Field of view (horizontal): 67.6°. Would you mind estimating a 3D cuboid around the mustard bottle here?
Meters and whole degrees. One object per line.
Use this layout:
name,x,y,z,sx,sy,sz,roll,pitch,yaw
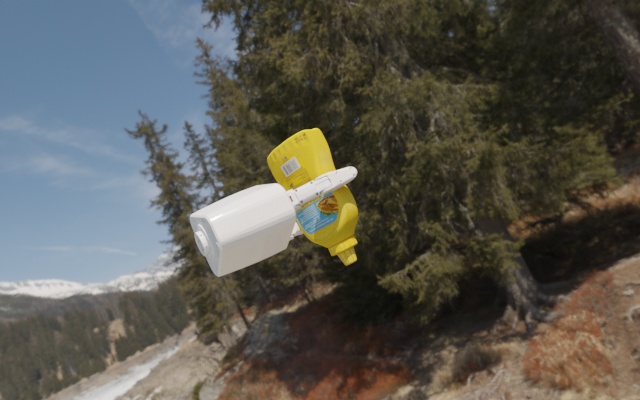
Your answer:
mustard bottle,0.000,0.002,0.673,0.096,0.191,0.058,-31,-7,38
